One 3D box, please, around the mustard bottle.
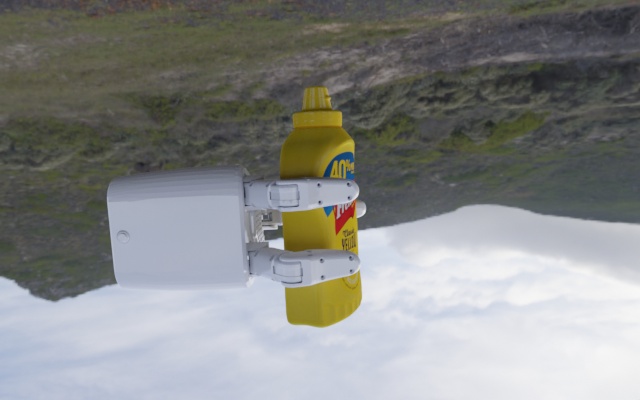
[{"bbox_3d":[0.000,0.002,0.406,0.058,0.191,0.096,0,7,25],"label":"mustard bottle"}]
